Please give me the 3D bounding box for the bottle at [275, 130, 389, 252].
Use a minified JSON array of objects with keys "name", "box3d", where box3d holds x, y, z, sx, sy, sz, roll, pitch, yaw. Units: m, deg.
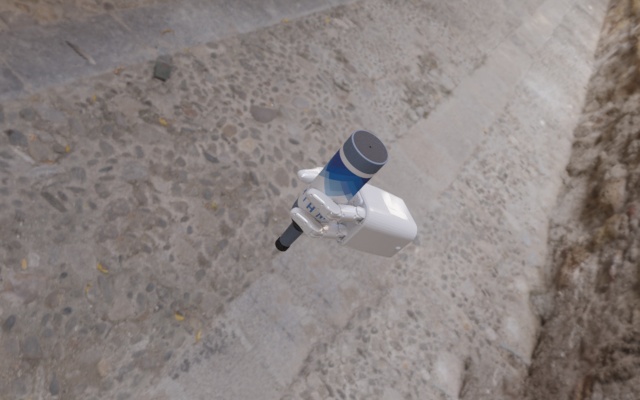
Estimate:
[{"name":"bottle","box3d":[0.000,0.002,0.801,0.069,0.069,0.296,0,-34,-37]}]
